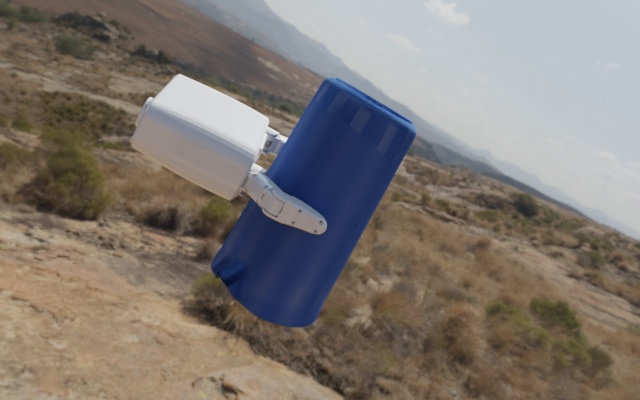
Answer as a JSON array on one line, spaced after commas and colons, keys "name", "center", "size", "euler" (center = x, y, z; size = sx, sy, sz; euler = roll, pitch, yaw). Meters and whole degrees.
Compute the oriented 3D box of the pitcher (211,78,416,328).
[{"name": "pitcher", "center": [0.000, 0.002, 0.514], "size": [0.145, 0.243, 0.149], "euler": [27, 15, -13]}]
